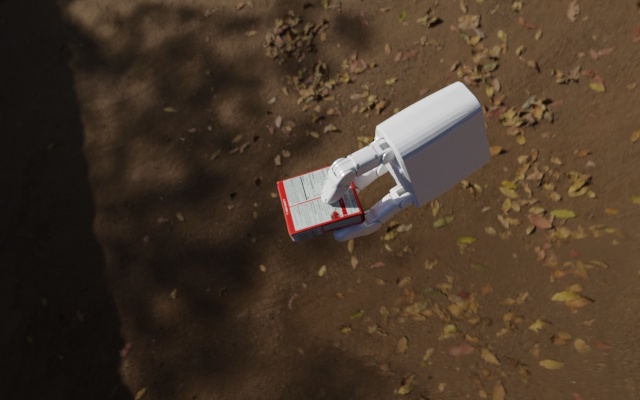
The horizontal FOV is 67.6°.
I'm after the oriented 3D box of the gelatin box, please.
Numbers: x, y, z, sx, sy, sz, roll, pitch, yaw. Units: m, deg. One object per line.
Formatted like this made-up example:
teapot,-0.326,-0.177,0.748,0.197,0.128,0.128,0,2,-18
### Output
gelatin box,0.000,0.002,0.564,0.089,0.073,0.030,-17,-27,1
